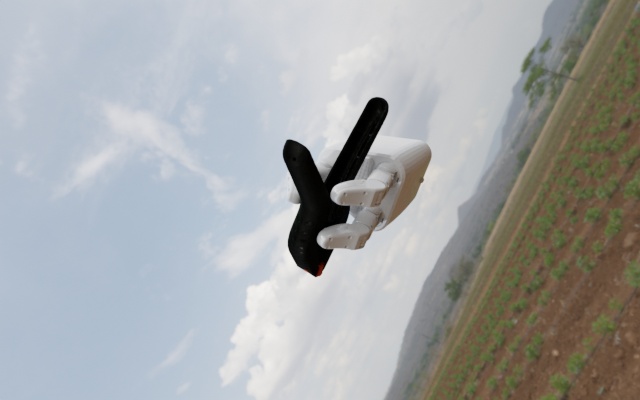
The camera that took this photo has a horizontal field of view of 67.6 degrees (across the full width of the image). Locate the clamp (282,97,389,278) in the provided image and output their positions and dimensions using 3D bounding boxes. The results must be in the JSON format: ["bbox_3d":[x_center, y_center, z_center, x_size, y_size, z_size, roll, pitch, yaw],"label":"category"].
[{"bbox_3d":[-0.001,0.002,0.498,0.036,0.210,0.164,30,31,23],"label":"clamp"}]
